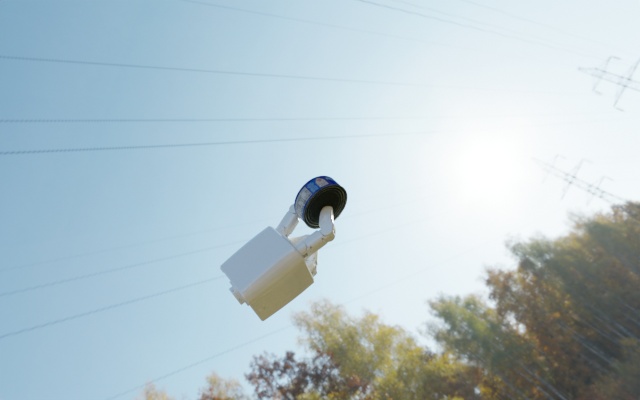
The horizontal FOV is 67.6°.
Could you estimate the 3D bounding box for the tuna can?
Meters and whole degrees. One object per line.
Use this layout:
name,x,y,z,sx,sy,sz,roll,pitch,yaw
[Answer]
tuna can,0.000,0.002,0.780,0.086,0.086,0.033,0,33,-42
